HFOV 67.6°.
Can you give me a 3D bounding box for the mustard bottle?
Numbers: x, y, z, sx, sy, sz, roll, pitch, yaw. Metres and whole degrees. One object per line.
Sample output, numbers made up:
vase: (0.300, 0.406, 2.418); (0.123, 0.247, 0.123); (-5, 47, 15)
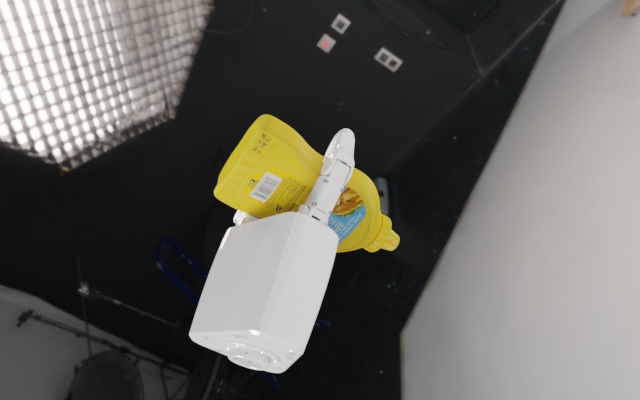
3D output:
mustard bottle: (0.000, 0.001, 0.473); (0.192, 0.096, 0.058); (30, 32, -19)
